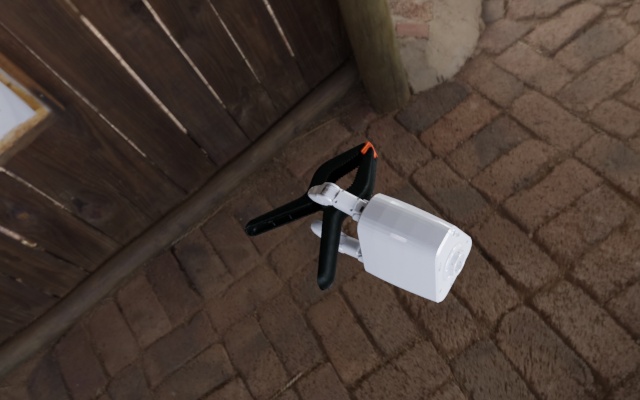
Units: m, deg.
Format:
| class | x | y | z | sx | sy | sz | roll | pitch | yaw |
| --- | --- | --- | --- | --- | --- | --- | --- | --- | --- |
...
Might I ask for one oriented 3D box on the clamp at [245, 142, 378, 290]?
| class | x | y | z | sx | sy | sz | roll | pitch | yaw |
| --- | --- | --- | --- | --- | --- | --- | --- | --- | --- |
| clamp | 0.000 | 0.001 | 0.656 | 0.164 | 0.210 | 0.036 | 23 | -20 | 34 |
